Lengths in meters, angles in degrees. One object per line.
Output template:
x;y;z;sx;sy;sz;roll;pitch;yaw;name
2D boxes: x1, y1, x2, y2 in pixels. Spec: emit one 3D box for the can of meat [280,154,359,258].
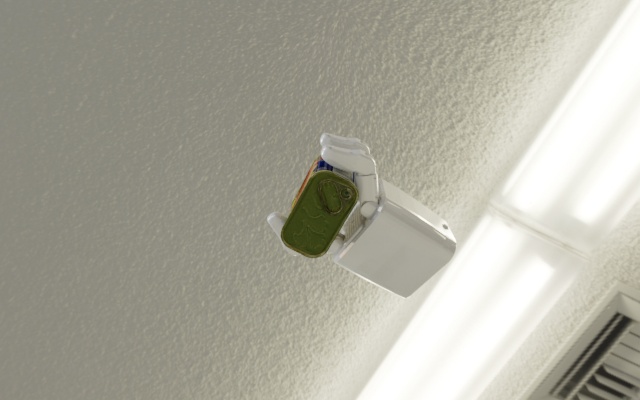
0.000;0.002;0.553;0.057;0.102;0.084;27;21;-7;can of meat
